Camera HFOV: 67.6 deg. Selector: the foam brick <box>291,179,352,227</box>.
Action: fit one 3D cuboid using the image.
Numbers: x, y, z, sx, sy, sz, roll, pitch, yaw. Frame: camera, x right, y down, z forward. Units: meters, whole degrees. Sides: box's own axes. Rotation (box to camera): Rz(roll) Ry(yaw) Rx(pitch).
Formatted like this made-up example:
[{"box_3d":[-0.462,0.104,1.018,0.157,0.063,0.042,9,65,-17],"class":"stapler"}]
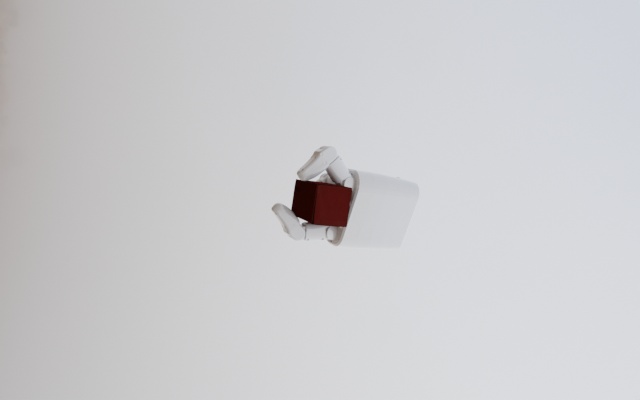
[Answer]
[{"box_3d":[0.000,0.002,0.632,0.051,0.053,0.078,7,5,-25],"class":"foam brick"}]
